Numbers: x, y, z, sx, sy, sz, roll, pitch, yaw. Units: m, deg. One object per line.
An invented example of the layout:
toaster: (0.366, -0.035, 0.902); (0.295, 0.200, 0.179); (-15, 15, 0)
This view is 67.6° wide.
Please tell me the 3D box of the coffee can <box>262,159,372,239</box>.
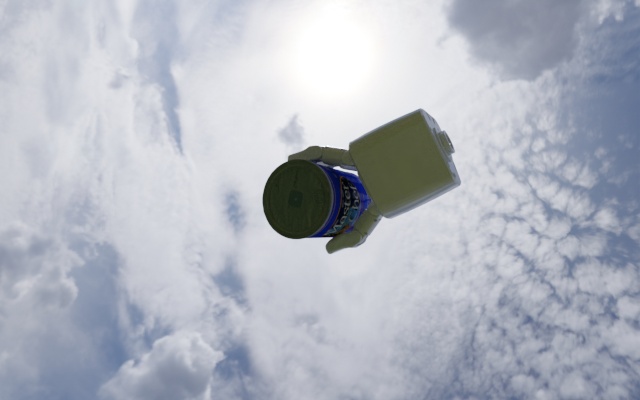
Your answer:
coffee can: (0.000, 0.002, 0.667); (0.103, 0.103, 0.140); (0, -3, 28)
